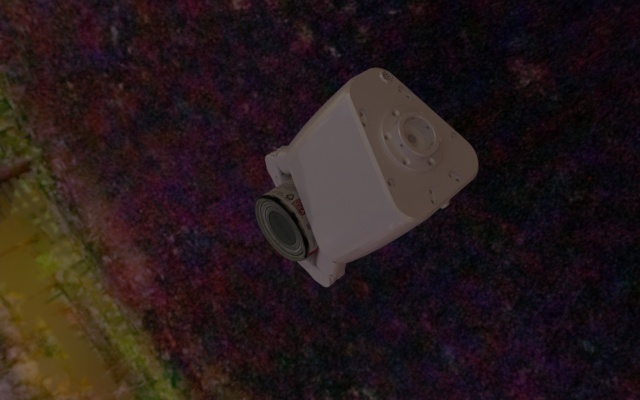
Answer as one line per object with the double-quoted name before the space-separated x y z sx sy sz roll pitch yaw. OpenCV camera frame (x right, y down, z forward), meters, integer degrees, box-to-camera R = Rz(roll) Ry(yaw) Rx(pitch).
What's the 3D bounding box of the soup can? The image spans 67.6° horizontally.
"soup can" 0.000 0.002 0.437 0.102 0.068 0.068 -35 20 -31
